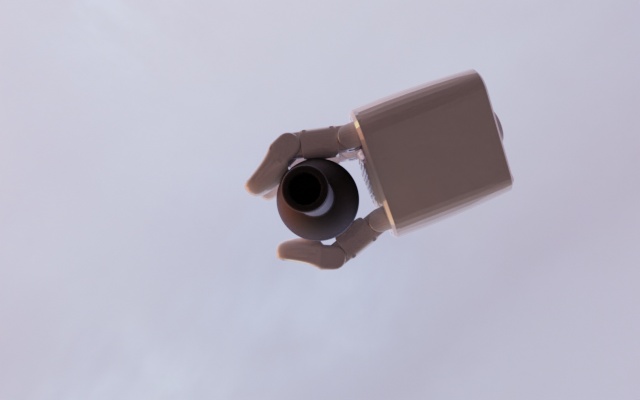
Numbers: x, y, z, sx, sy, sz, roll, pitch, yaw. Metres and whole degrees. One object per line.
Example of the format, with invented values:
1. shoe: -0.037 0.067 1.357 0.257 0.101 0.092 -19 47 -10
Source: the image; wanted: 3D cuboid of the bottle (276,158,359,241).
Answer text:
1. bottle: 0.000 0.001 0.418 0.069 0.069 0.296 0 -3 4
